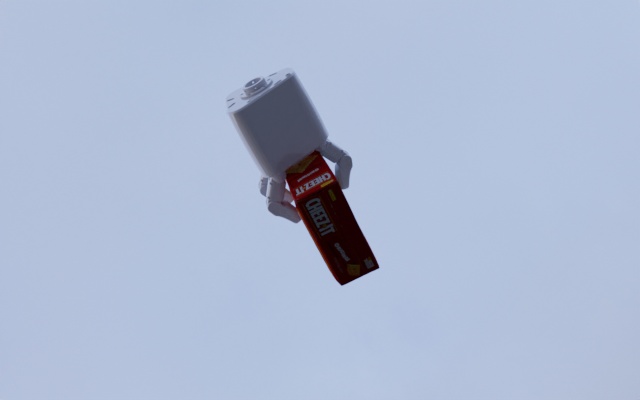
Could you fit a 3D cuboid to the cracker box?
[{"bbox_3d":[0.000,0.002,0.732,0.072,0.164,0.213,-28,31,1],"label":"cracker box"}]
